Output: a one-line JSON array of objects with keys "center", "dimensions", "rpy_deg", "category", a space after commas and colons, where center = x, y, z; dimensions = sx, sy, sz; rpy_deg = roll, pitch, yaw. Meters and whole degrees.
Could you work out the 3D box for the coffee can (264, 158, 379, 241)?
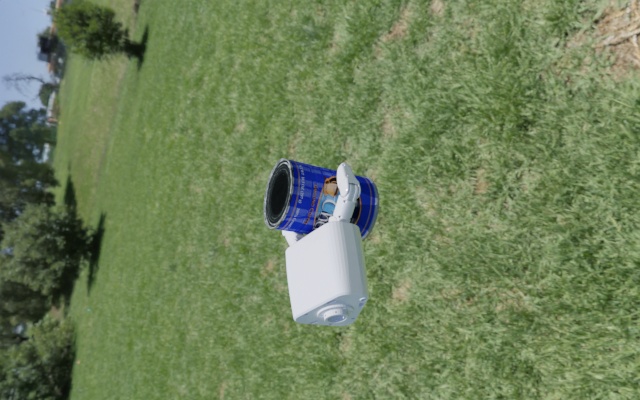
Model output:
[{"center": [0.000, 0.002, 0.703], "dimensions": [0.140, 0.103, 0.103], "rpy_deg": [11, -5, -25], "category": "coffee can"}]
